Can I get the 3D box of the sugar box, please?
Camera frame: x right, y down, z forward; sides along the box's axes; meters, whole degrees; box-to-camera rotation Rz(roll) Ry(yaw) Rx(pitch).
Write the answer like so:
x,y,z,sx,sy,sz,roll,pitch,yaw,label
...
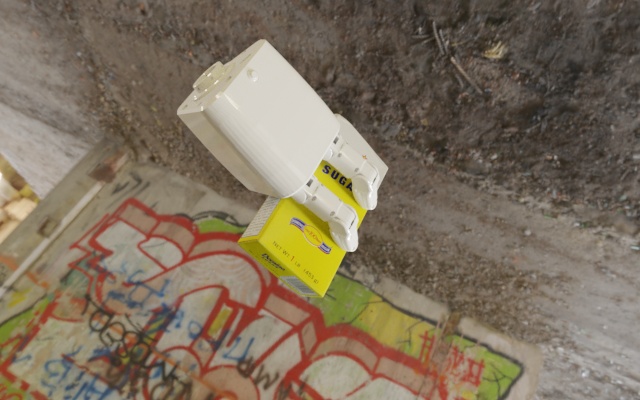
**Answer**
x,y,z,sx,sy,sz,roll,pitch,yaw,label
0.000,0.002,0.495,0.093,0.176,0.048,45,-31,-24,sugar box
